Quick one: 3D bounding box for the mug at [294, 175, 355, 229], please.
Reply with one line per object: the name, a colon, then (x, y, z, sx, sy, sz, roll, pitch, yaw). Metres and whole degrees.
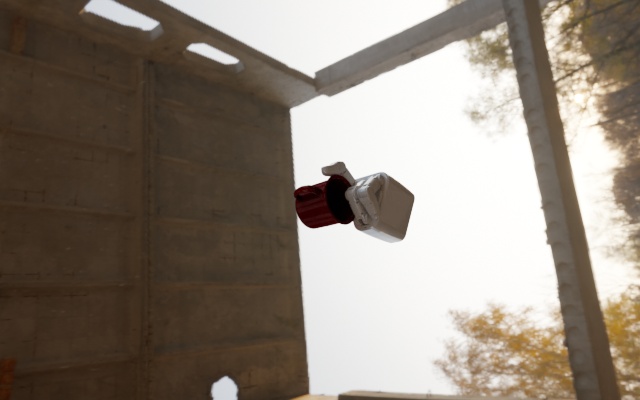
mug: (-0.001, 0.003, 0.871, 0.081, 0.093, 0.117, -16, -29, 39)
